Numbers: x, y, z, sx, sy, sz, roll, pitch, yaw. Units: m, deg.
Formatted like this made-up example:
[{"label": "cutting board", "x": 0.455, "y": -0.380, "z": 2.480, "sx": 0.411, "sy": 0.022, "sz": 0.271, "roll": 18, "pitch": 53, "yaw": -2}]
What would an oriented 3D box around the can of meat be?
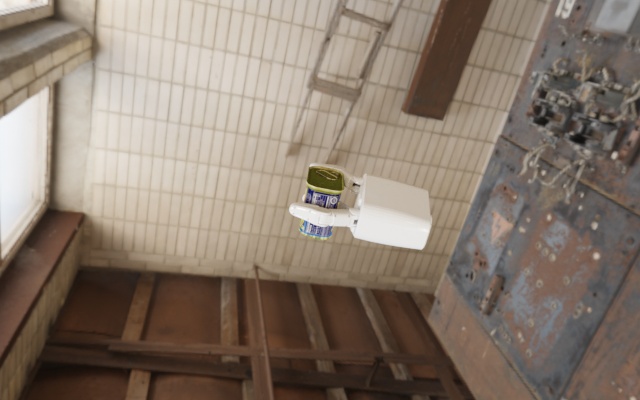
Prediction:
[{"label": "can of meat", "x": 0.000, "y": 0.003, "z": 0.746, "sx": 0.057, "sy": 0.084, "sz": 0.102, "roll": 11, "pitch": 22, "yaw": -3}]
